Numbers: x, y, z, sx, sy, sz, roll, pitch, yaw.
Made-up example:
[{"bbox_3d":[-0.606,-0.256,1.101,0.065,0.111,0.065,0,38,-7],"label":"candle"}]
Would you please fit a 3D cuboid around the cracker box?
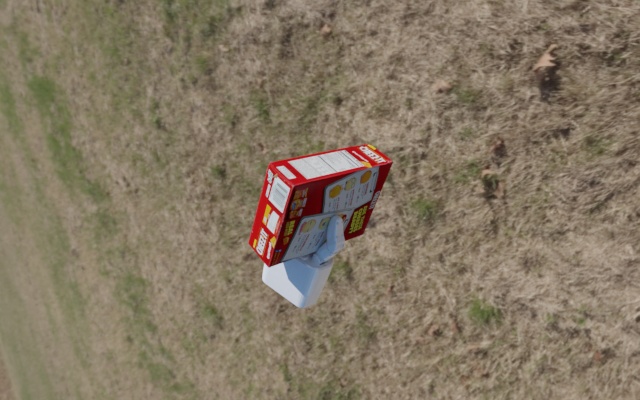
[{"bbox_3d":[0.000,0.003,0.775,0.213,0.164,0.072,-16,47,-39],"label":"cracker box"}]
